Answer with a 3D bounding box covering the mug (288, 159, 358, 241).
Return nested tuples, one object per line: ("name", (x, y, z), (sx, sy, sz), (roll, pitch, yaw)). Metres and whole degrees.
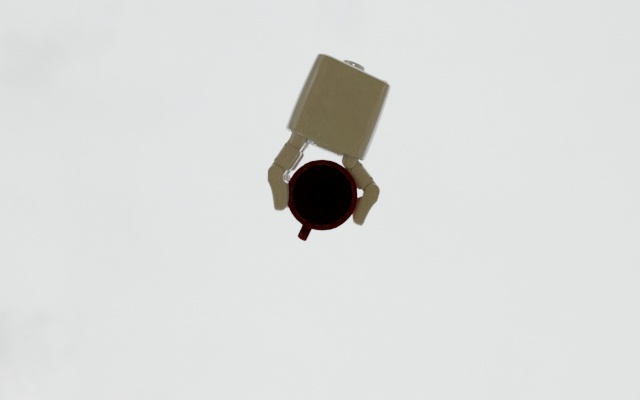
("mug", (0.000, 0.004, 0.659), (0.093, 0.117, 0.081), (23, 5, 3))
